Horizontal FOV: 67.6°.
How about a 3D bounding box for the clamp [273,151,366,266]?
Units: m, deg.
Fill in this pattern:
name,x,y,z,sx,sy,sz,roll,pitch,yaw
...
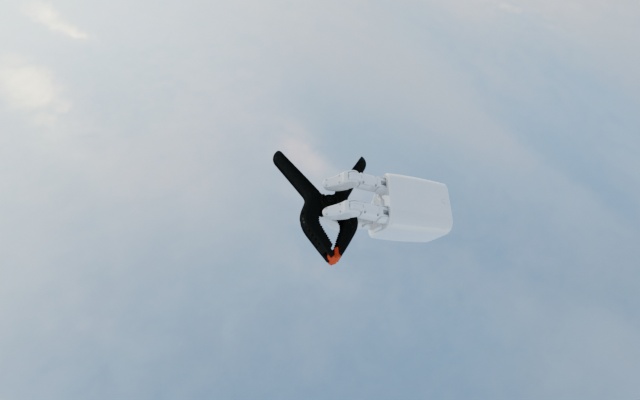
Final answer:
name,x,y,z,sx,sy,sz,roll,pitch,yaw
clamp,0.000,0.003,0.775,0.164,0.209,0.036,8,-34,-11
